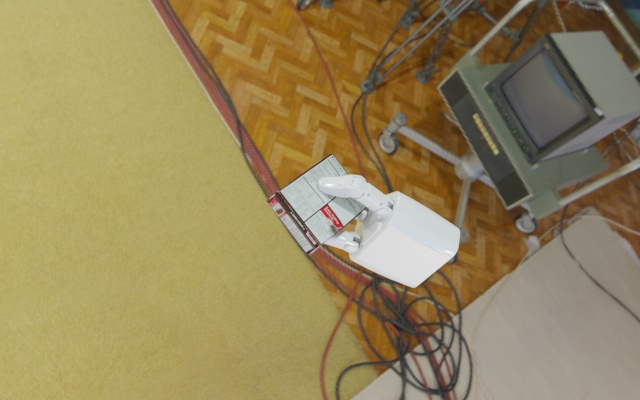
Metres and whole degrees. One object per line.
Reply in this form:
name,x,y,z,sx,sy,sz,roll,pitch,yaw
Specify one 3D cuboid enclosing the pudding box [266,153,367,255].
pudding box,0.000,0.002,0.626,0.113,0.090,0.039,-38,-1,-38
